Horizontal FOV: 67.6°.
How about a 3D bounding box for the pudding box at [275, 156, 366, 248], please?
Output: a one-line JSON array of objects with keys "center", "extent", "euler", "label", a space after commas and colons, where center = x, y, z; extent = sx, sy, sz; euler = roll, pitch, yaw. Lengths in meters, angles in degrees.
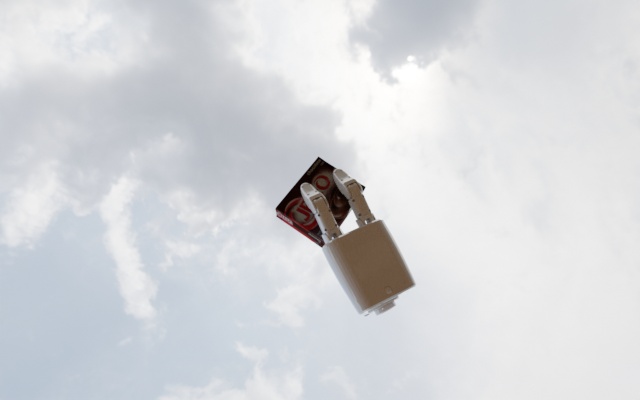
[{"center": [0.000, 0.002, 0.720], "extent": [0.090, 0.113, 0.039], "euler": [34, -24, 10], "label": "pudding box"}]
